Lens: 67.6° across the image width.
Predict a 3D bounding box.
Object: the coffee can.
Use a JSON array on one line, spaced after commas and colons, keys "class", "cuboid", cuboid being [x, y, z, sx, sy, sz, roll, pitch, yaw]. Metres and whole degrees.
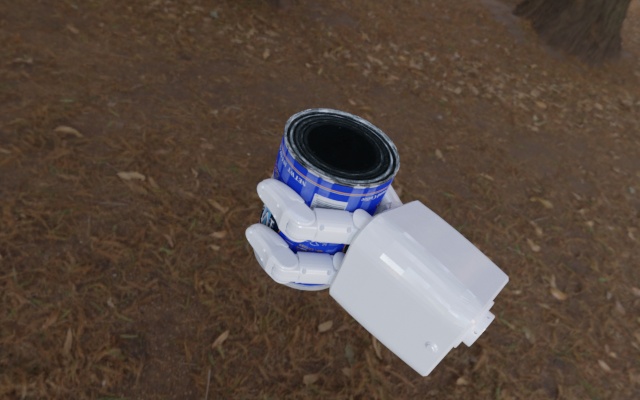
[{"class": "coffee can", "cuboid": [0.000, 0.001, 0.446, 0.103, 0.140, 0.102, 12, 42, -11]}]
